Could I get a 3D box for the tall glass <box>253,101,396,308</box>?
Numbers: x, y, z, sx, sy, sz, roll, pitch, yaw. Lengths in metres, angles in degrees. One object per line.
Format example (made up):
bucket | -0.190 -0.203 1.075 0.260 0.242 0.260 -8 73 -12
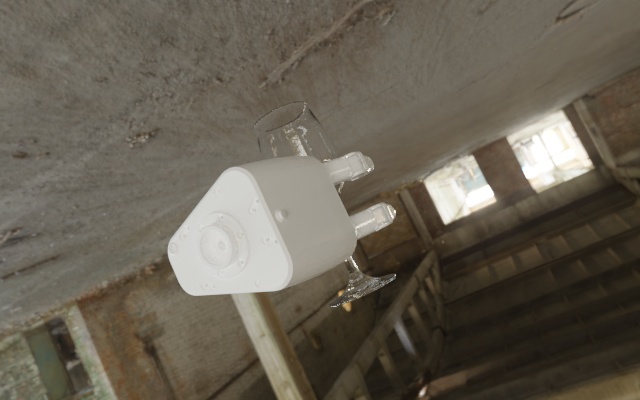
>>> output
tall glass | 0.000 0.002 0.488 0.079 0.201 0.079 -25 -6 -3
